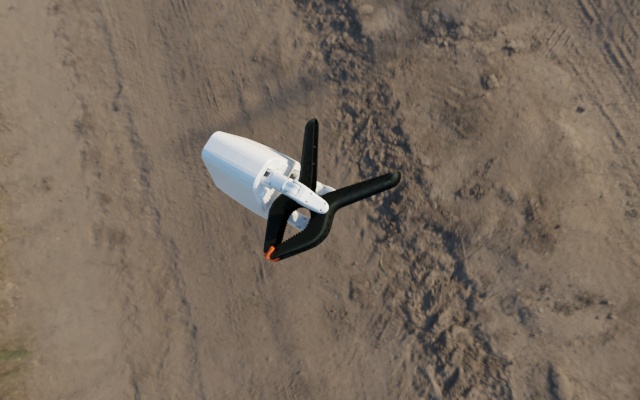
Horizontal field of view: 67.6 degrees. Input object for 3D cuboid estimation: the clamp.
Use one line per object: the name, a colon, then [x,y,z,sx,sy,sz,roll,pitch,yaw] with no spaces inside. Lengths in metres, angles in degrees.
clamp: [-0.001,0.002,0.660,0.164,0.210,0.036,28,-7,24]
